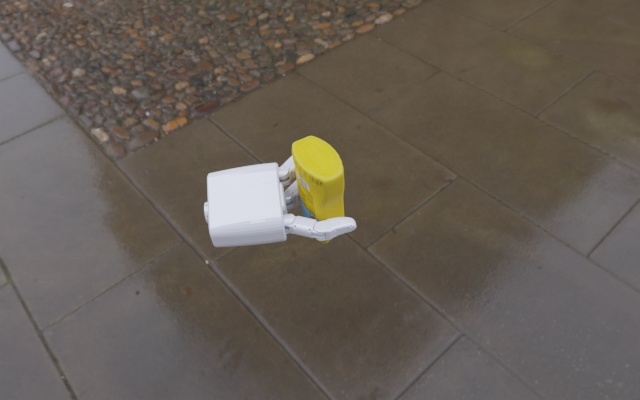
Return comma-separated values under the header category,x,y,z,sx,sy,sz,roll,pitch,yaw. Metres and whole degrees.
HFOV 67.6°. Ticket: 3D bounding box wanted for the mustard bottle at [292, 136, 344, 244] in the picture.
category,x,y,z,sx,sy,sz,roll,pitch,yaw
mustard bottle,0.000,0.002,0.721,0.058,0.192,0.096,-26,52,-18
